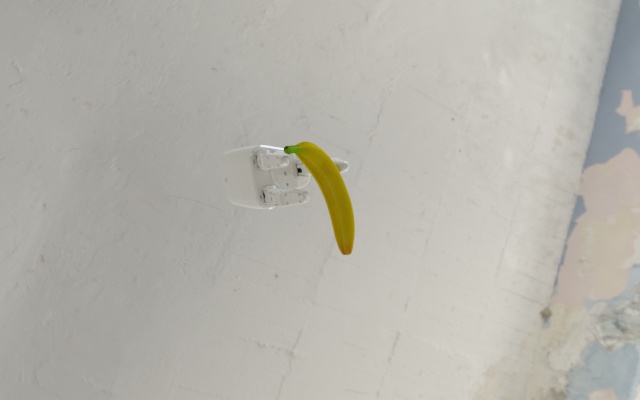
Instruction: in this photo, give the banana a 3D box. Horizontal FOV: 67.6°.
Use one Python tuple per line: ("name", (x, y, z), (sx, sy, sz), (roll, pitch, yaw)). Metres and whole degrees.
("banana", (0.010, -0.012, 0.690), (0.037, 0.198, 0.069), (2, 40, 48))
